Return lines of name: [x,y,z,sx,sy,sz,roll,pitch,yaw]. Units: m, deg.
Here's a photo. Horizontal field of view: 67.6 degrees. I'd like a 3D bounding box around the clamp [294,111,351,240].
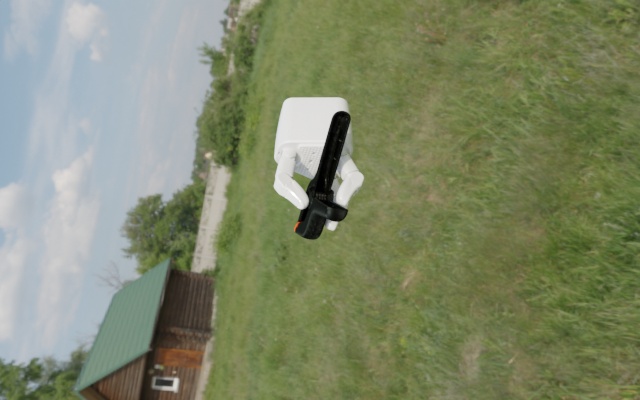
clamp: [-0.001,0.002,0.665,0.036,0.164,0.210,12,-40,-11]
